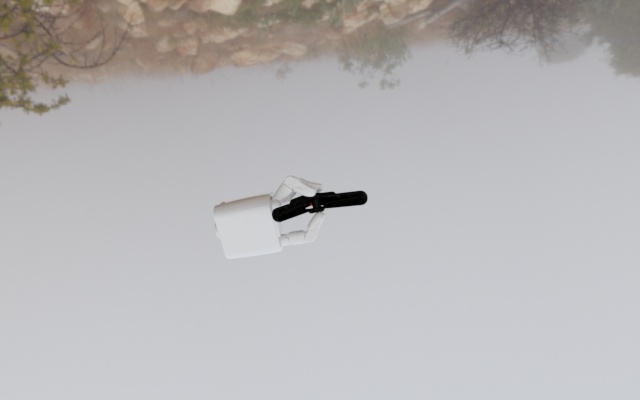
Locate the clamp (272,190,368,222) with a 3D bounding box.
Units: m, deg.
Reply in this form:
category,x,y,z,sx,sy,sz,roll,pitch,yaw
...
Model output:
category,x,y,z,sx,sy,sz,roll,pitch,yaw
clamp,0.000,0.004,0.889,0.164,0.036,0.210,-10,5,1
